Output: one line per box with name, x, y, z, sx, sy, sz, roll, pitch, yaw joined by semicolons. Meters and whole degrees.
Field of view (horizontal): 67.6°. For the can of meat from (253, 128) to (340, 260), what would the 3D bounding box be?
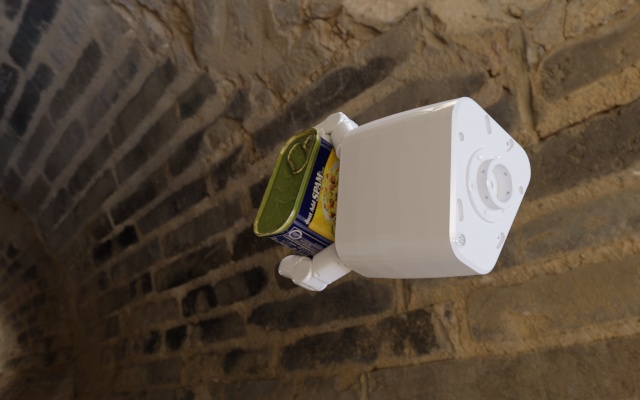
can of meat;0.000;0.002;0.425;0.084;0.102;0.057;32;-28;-30
